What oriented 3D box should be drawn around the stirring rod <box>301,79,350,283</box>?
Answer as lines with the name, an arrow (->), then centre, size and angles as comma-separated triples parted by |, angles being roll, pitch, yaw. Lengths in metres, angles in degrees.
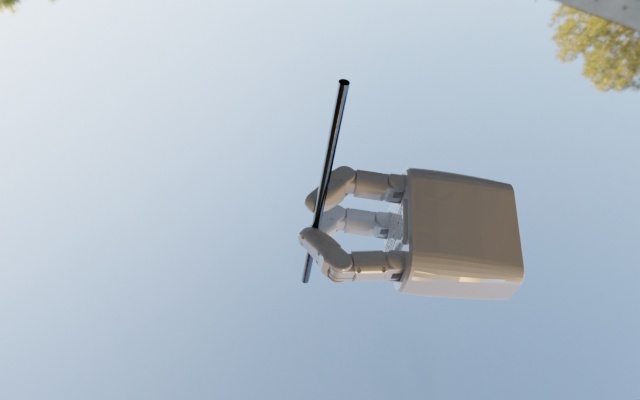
stirring rod -> 0.000, 0.001, 0.411 | 0.011, 0.011, 0.240 | 0, -43, -10
